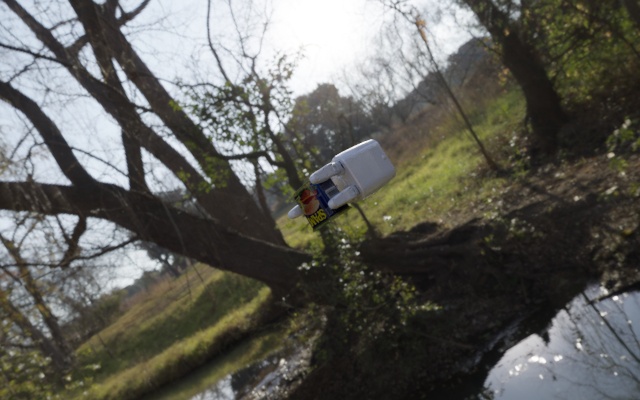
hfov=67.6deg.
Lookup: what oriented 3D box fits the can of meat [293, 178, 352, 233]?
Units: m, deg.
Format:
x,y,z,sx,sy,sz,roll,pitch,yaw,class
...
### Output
x,y,z,sx,sy,sz,roll,pitch,yaw,class
0.000,0.003,0.900,0.057,0.084,0.102,-31,-3,-30,can of meat
